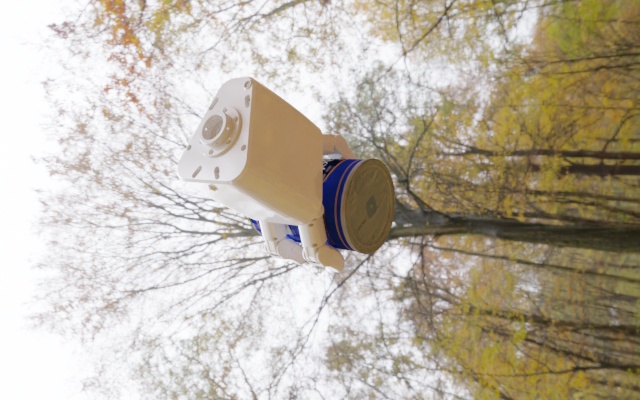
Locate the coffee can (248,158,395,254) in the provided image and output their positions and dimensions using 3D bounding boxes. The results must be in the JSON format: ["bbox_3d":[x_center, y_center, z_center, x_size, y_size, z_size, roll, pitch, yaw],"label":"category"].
[{"bbox_3d":[0.000,0.002,0.550,0.140,0.103,0.103,5,3,37],"label":"coffee can"}]
